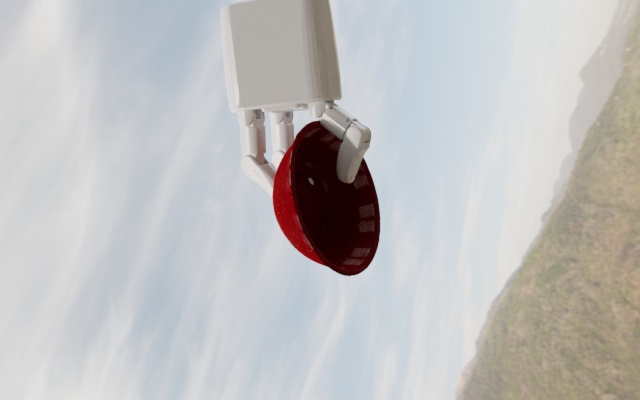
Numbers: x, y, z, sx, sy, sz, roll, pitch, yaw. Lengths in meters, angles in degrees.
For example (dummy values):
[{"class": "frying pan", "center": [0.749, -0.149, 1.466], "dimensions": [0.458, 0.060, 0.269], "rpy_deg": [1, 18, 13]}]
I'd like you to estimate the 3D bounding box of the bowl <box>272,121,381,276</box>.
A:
[{"class": "bowl", "center": [0.000, 0.003, 0.499], "dimensions": [0.055, 0.162, 0.162], "rpy_deg": [-16, -9, 33]}]
